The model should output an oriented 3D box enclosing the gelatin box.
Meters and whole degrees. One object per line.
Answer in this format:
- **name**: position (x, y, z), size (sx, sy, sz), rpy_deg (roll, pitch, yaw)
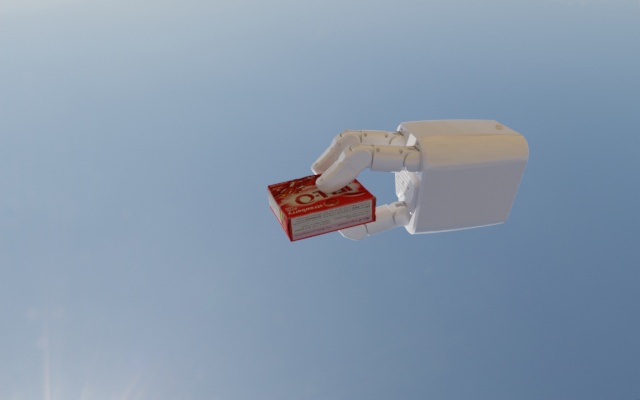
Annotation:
- **gelatin box**: position (0.000, 0.002, 0.469), size (0.089, 0.030, 0.073), rpy_deg (-13, 30, -16)
